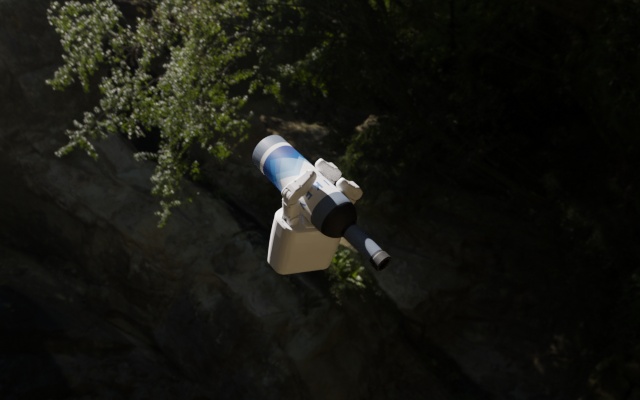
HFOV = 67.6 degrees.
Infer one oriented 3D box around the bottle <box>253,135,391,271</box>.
[{"bbox_3d":[0.000,0.002,0.745,0.069,0.069,0.295,0,36,-49],"label":"bottle"}]
